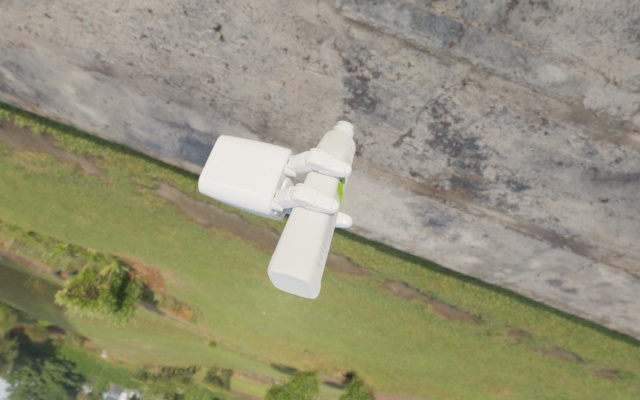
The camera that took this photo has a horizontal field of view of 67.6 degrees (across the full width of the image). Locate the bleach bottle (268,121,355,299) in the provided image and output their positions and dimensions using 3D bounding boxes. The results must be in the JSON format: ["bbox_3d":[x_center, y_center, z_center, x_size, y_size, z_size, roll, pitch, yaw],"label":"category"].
[{"bbox_3d":[0.000,0.002,0.670,0.068,0.250,0.103,15,-24,10],"label":"bleach bottle"}]
